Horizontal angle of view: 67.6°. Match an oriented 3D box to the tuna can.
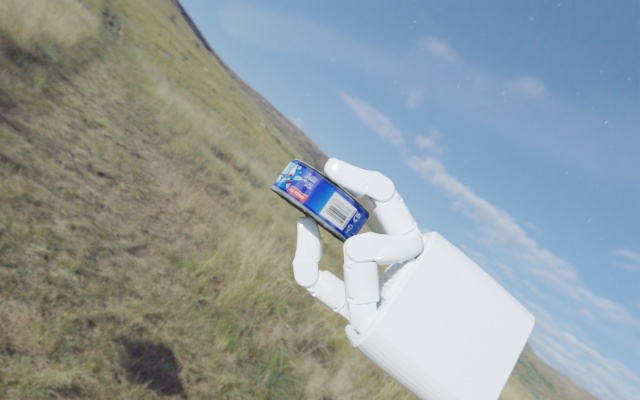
[{"bbox_3d":[0.000,0.001,0.417,0.086,0.034,0.086,36,-4,3],"label":"tuna can"}]
